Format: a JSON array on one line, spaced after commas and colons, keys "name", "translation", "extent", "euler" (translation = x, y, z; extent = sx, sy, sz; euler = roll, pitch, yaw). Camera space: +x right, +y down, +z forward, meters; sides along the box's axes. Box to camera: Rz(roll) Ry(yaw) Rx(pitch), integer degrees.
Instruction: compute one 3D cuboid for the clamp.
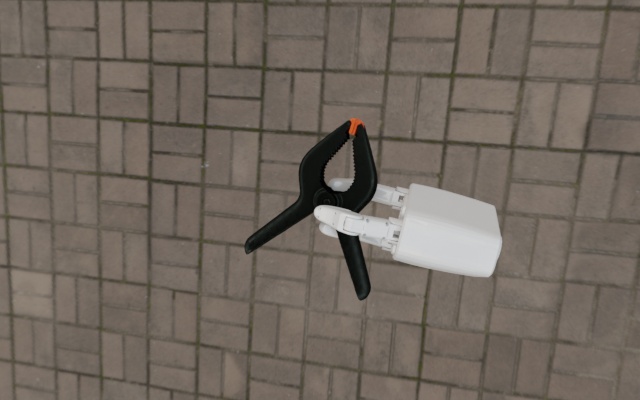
[{"name": "clamp", "translation": [0.000, 0.002, 0.570], "extent": [0.164, 0.210, 0.036], "euler": [14, 10, 9]}]
